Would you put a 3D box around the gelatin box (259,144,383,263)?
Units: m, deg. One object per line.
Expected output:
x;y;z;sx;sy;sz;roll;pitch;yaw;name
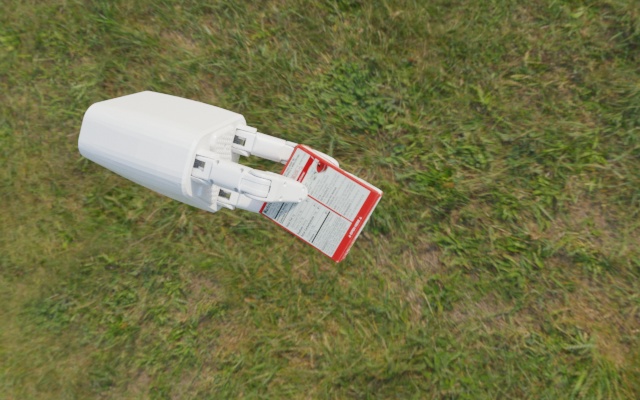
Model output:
0.000;0.002;0.433;0.089;0.073;0.030;32;10;11;gelatin box
